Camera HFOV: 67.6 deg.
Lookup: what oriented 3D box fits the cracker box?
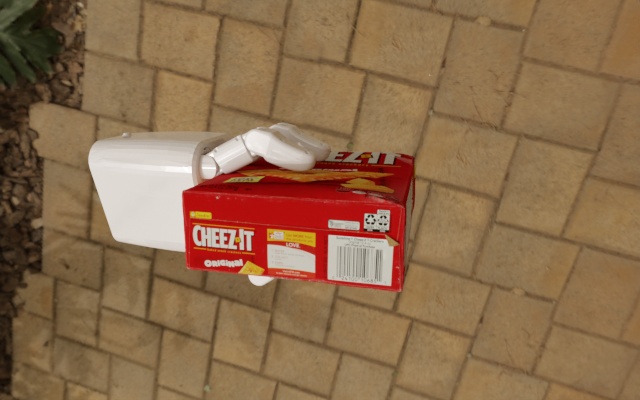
[{"bbox_3d":[0.000,0.002,0.434,0.164,0.072,0.213,4,15,12],"label":"cracker box"}]
